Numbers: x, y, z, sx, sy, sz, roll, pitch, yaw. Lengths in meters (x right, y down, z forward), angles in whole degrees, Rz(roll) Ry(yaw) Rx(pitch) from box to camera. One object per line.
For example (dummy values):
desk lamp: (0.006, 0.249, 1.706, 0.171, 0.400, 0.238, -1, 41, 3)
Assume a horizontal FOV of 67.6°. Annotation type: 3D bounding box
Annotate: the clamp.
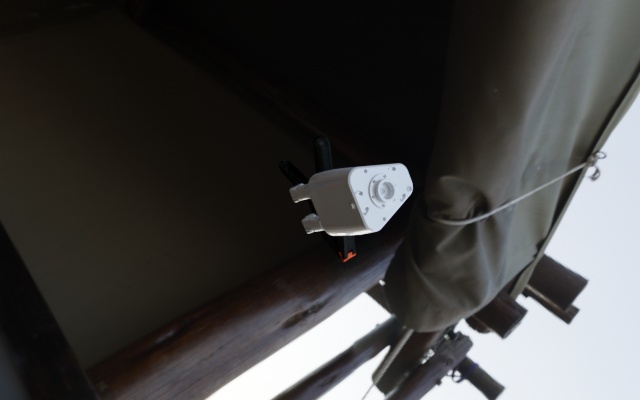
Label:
clamp: (0.001, 0.003, 0.808, 0.036, 0.210, 0.164, -26, 9, -27)
